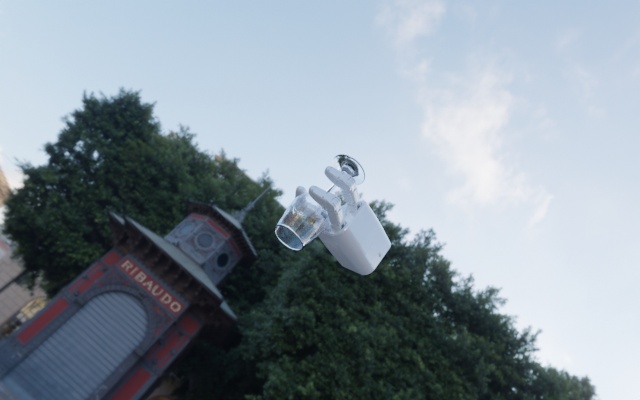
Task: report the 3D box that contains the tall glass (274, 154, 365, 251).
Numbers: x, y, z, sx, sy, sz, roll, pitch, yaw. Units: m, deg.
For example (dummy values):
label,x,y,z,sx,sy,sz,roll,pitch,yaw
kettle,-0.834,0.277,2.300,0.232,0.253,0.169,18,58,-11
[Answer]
label,x,y,z,sx,sy,sz,roll,pitch,yaw
tall glass,0.000,0.002,0.878,0.079,0.079,0.201,0,39,46
